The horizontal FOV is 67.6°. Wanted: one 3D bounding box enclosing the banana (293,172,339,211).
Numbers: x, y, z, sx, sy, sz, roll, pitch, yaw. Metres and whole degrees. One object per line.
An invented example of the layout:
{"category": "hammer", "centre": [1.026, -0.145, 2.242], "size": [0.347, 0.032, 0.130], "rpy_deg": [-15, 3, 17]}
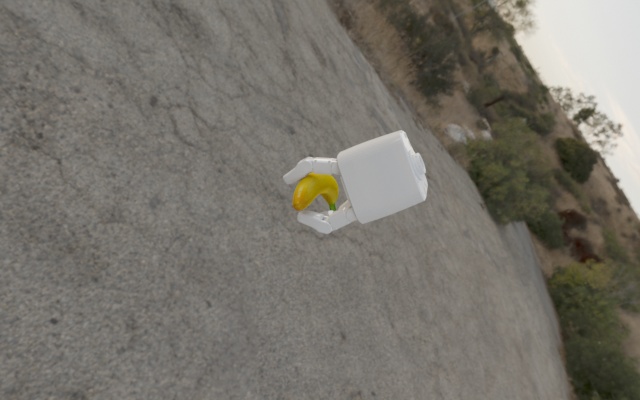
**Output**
{"category": "banana", "centre": [-0.002, -0.015, 0.800], "size": [0.037, 0.069, 0.198], "rpy_deg": [-13, -7, 19]}
